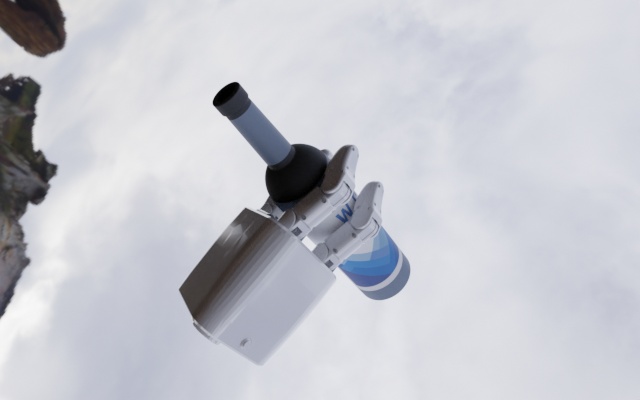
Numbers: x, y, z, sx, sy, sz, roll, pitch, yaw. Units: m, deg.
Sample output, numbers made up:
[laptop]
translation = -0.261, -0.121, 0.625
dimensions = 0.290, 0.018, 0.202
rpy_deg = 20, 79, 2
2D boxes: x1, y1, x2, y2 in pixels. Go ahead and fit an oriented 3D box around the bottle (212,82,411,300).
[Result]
[bottle]
translation = 0.000, 0.002, 0.470
dimensions = 0.069, 0.069, 0.296
rpy_deg = 0, -36, 39
